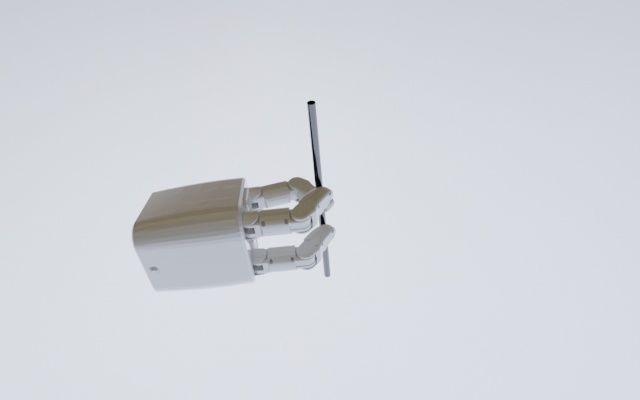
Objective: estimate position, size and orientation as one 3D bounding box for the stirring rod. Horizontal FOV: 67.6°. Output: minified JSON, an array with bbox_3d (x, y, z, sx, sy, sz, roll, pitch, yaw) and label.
[{"bbox_3d":[0.000,0.002,0.510,0.011,0.240,0.011,-3,41,3],"label":"stirring rod"}]
